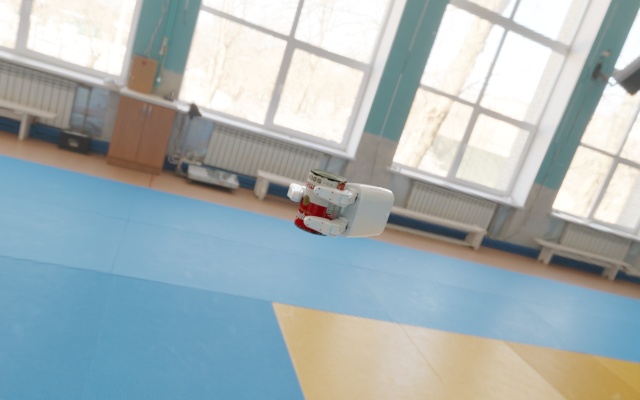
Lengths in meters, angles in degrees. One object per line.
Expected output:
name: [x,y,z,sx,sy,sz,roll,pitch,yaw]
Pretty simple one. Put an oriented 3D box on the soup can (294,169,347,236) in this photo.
soup can: [0.000,0.002,0.837,0.068,0.102,0.068,17,12,-4]
